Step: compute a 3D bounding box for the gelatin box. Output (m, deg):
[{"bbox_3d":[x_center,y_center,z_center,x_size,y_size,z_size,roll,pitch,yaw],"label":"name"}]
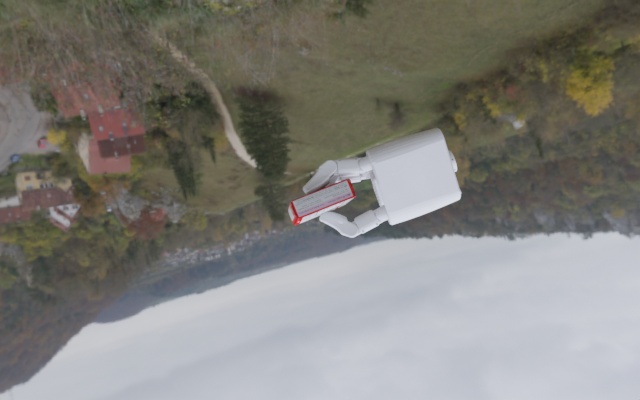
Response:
[{"bbox_3d":[0.000,0.003,0.674,0.089,0.030,0.073,-22,-6,-10],"label":"gelatin box"}]
